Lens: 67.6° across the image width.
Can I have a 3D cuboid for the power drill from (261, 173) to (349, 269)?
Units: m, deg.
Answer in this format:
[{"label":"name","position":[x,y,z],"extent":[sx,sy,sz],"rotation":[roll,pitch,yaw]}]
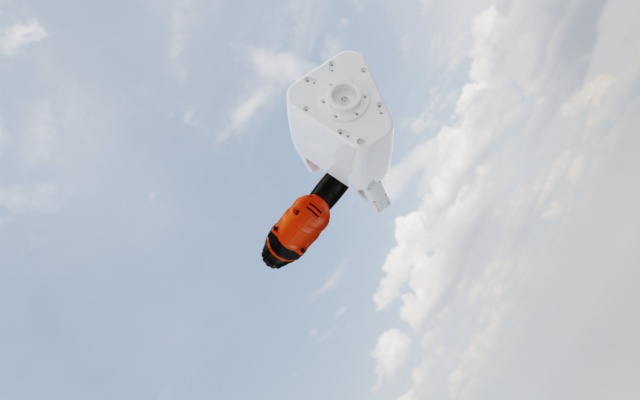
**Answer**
[{"label":"power drill","position":[0.000,0.002,0.630],"extent":[0.057,0.187,0.184],"rotation":[39,-31,-3]}]
